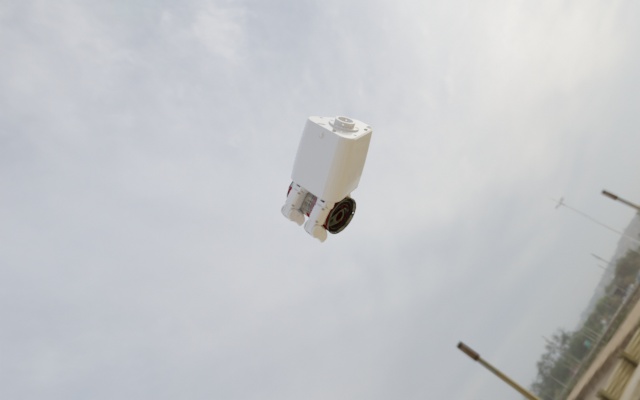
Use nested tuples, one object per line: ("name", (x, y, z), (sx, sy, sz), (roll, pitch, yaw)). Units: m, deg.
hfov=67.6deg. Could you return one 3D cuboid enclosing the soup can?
("soup can", (0.000, 0.003, 0.805), (0.102, 0.068, 0.068), (33, 19, 32))
